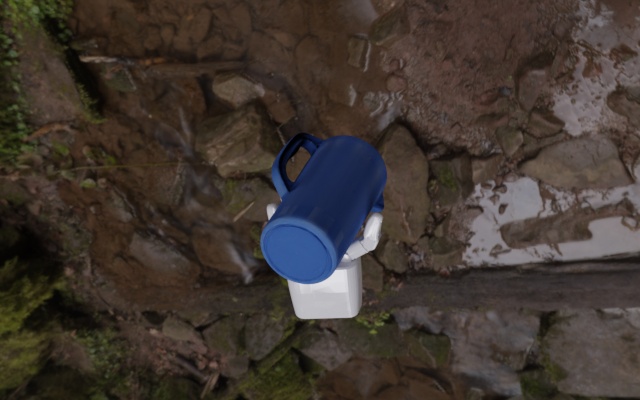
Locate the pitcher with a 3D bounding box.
[{"bbox_3d":[0.000,0.002,0.704,0.149,0.145,0.242,7,32,19],"label":"pitcher"}]
